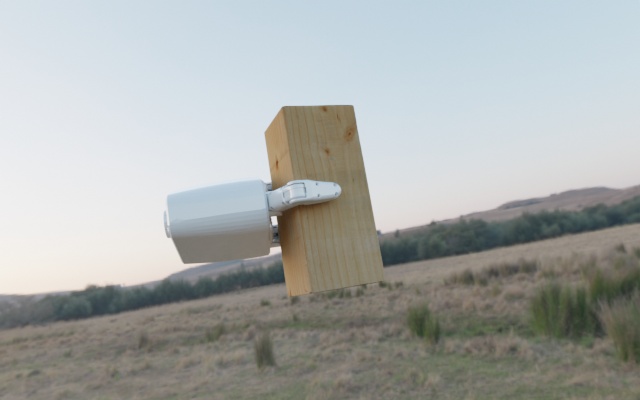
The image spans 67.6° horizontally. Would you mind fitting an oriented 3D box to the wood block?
[{"bbox_3d":[0.000,0.002,0.560,0.090,0.206,0.091,-5,-11,-22],"label":"wood block"}]
